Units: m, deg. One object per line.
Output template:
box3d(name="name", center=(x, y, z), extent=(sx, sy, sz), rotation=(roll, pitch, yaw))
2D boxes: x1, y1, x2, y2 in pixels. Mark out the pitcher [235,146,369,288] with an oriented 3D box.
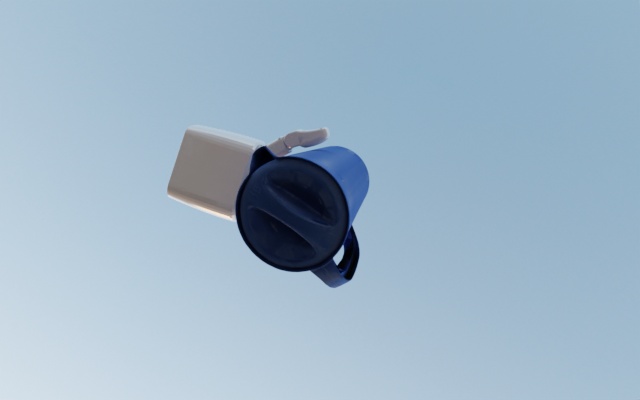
box3d(name="pitcher", center=(0.000, 0.002, 0.636), extent=(0.145, 0.149, 0.242), rotation=(15, 16, 11))
